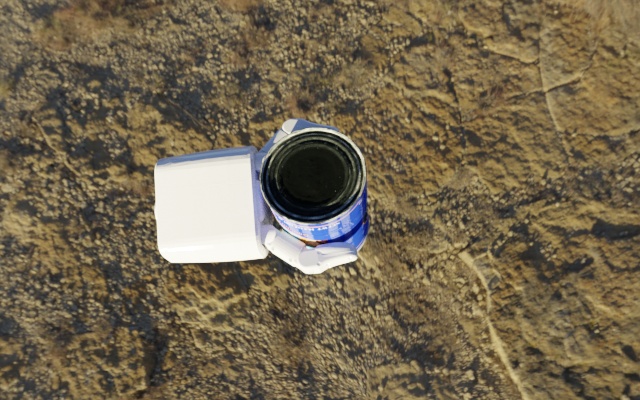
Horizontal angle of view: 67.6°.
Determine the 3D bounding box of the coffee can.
[{"bbox_3d":[0.000,0.002,0.513,0.103,0.102,0.140,0,-23,7],"label":"coffee can"}]
